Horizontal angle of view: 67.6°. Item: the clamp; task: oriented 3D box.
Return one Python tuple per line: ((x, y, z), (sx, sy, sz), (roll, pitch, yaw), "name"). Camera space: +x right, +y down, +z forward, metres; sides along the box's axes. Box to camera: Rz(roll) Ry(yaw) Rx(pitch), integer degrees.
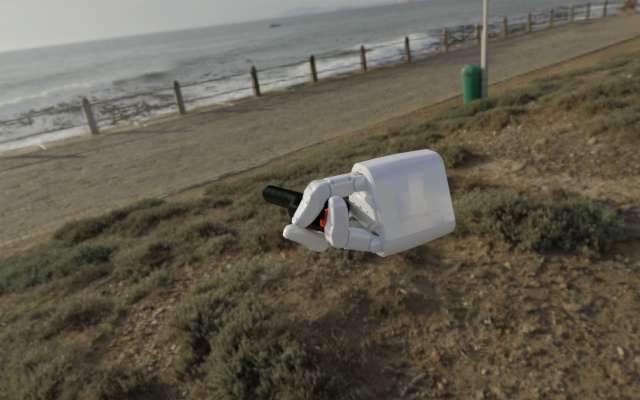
((0.000, 0.002, 0.645), (0.120, 0.039, 0.171), (-15, 23, -19), "clamp")
